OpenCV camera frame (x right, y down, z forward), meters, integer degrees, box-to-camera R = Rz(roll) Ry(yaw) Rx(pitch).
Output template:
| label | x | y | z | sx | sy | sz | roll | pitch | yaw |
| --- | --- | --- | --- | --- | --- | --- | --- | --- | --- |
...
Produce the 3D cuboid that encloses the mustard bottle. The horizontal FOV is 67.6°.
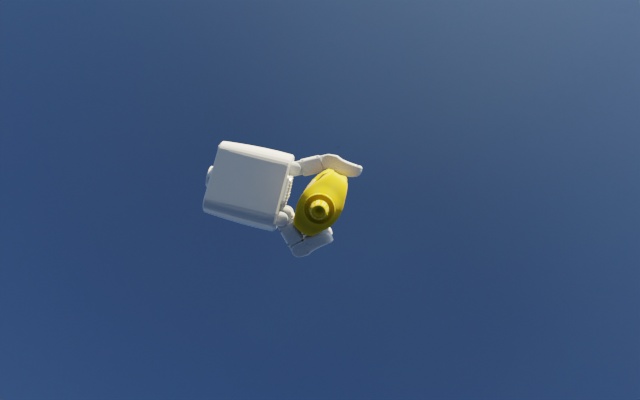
| label | x | y | z | sx | sy | sz | roll | pitch | yaw |
| --- | --- | --- | --- | --- | --- | --- | --- | --- | --- |
| mustard bottle | 0.000 | 0.002 | 0.683 | 0.058 | 0.096 | 0.191 | 38 | 6 | -2 |
